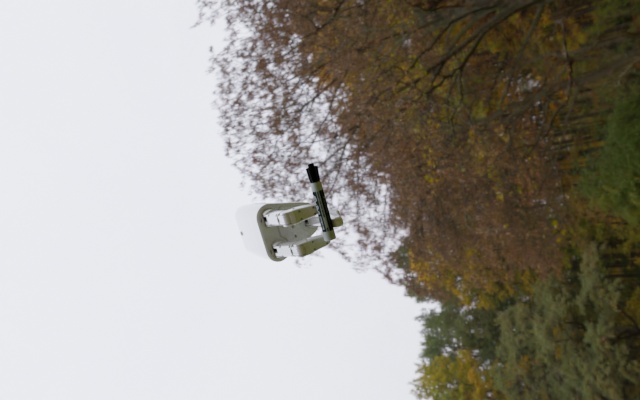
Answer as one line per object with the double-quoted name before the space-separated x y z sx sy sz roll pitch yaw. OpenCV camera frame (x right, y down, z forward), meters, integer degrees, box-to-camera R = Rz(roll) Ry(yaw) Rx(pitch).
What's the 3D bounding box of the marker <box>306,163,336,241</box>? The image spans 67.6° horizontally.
"marker" 0.000 0.002 0.725 0.020 0.121 0.020 -14 10 3
